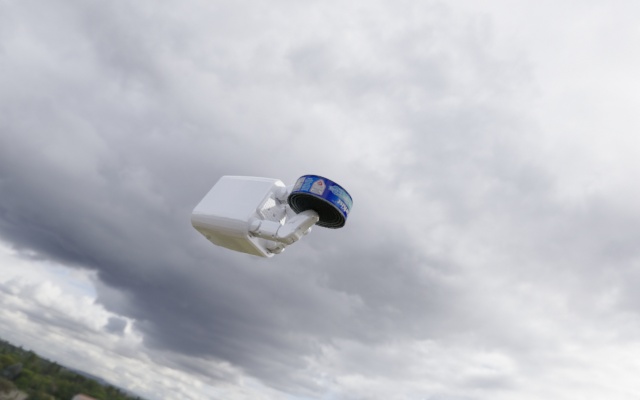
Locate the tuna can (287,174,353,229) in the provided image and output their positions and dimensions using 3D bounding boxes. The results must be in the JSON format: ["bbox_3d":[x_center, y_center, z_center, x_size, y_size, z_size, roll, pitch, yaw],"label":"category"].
[{"bbox_3d":[0.000,0.002,0.650,0.086,0.033,0.086,21,-25,10],"label":"tuna can"}]
